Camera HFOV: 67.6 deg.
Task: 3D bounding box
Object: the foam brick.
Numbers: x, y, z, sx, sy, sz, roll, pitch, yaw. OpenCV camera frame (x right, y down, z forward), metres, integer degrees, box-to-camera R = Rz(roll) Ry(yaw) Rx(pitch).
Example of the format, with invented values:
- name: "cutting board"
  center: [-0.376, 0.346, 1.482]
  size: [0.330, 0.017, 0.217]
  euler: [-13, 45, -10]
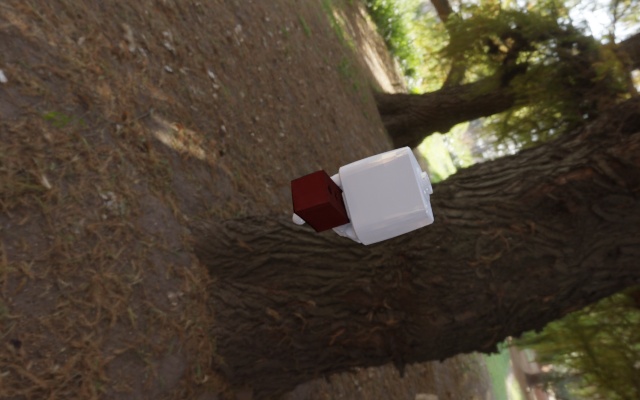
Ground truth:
- name: "foam brick"
  center: [0.000, 0.002, 0.660]
  size: [0.051, 0.053, 0.078]
  euler: [-18, -30, 18]
